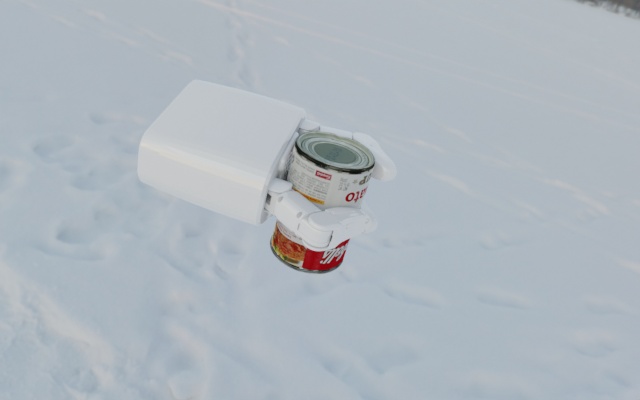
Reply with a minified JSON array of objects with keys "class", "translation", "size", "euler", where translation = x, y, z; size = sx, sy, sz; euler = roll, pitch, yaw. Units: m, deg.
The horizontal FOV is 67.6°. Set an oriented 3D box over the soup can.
[{"class":"soup can","translation":[0.001,0.001,0.403],"size":[0.068,0.102,0.068],"euler":[12,30,-7]}]
